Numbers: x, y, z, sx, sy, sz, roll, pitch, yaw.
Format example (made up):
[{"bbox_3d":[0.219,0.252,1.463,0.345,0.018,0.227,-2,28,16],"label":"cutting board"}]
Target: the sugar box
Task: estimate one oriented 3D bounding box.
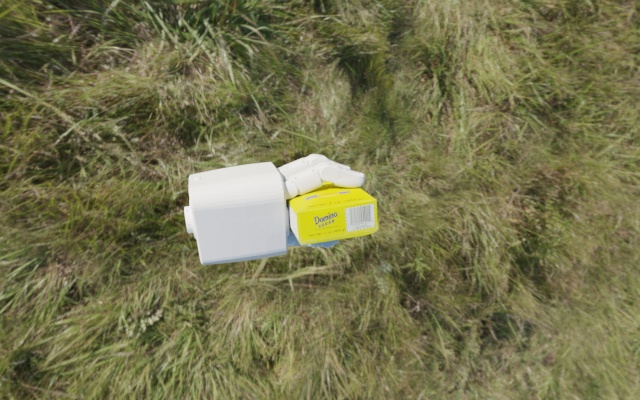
[{"bbox_3d":[0.000,0.001,0.600,0.093,0.048,0.176,-8,18,-13],"label":"sugar box"}]
